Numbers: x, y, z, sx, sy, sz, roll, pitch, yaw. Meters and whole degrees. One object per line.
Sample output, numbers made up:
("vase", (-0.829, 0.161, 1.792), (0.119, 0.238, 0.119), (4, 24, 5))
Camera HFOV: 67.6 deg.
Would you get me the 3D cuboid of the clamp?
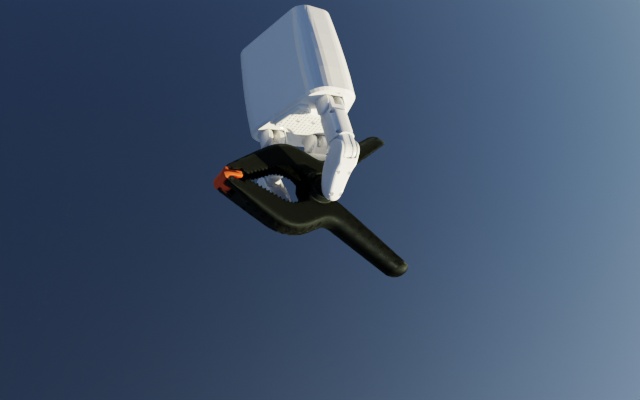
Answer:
("clamp", (0.000, 0.001, 0.476), (0.210, 0.164, 0.036), (1, -25, -34))
